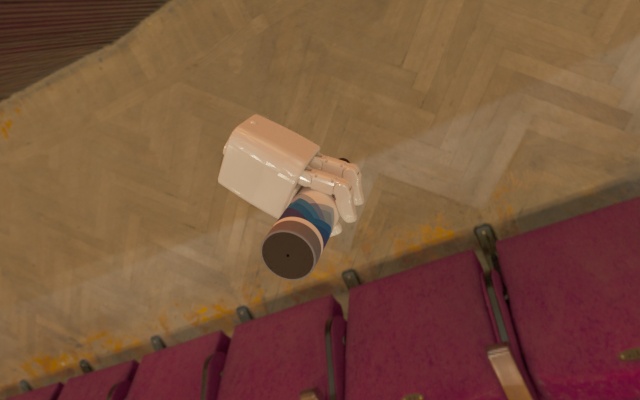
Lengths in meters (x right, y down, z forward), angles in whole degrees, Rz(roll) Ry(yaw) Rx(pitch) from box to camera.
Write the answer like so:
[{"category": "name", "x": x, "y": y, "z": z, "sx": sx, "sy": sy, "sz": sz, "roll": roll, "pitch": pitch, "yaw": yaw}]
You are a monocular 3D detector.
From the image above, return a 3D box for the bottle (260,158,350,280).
[{"category": "bottle", "x": 0.000, "y": 0.002, "z": 0.669, "sx": 0.069, "sy": 0.069, "sz": 0.295, "roll": 0, "pitch": 24, "yaw": 16}]
